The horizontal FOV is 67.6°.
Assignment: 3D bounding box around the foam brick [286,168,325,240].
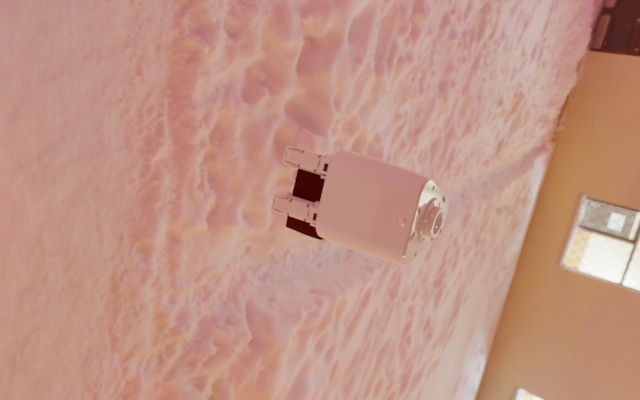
[{"bbox_3d":[0.000,0.002,0.568,0.051,0.078,0.053,19,13,31],"label":"foam brick"}]
